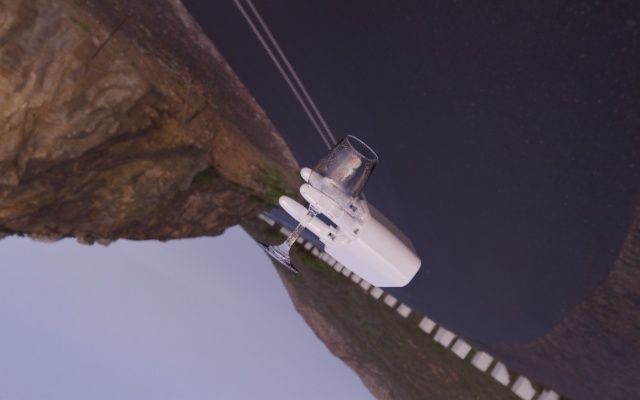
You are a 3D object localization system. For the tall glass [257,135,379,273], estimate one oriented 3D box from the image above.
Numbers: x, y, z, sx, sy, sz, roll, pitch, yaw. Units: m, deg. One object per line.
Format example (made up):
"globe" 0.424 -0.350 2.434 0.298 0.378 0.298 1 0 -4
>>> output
"tall glass" 0.000 0.003 0.686 0.079 0.201 0.079 37 -4 3
